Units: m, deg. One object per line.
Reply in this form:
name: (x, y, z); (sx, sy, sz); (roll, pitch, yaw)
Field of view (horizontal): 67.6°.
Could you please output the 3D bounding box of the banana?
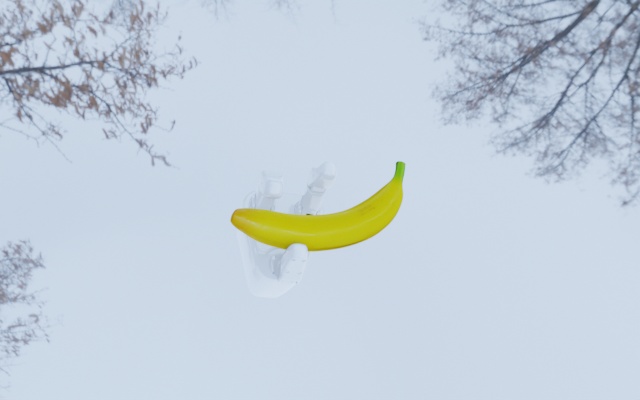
banana: (0.010, 0.018, 0.493); (0.198, 0.069, 0.037); (-17, -12, -20)
